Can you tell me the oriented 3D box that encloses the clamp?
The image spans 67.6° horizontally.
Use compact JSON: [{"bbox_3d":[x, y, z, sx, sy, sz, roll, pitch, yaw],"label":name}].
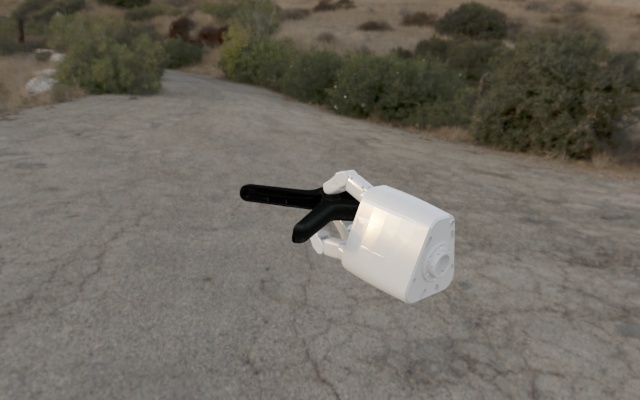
[{"bbox_3d":[0.001,0.001,0.682,0.210,0.036,0.164,-10,28,-39],"label":"clamp"}]
